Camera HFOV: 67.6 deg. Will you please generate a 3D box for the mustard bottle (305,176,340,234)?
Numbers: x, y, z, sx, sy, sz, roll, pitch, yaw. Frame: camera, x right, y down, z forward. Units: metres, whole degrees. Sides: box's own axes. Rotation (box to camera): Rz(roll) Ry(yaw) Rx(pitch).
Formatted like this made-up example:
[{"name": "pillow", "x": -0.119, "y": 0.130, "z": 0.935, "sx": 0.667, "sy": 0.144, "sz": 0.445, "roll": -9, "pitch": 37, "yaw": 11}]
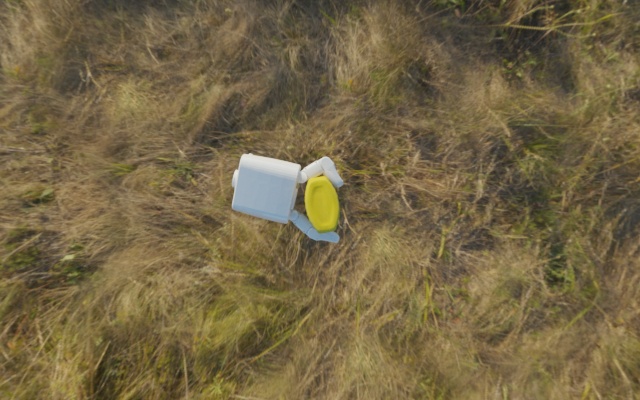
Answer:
[{"name": "mustard bottle", "x": 0.000, "y": 0.003, "z": 0.899, "sx": 0.058, "sy": 0.096, "sz": 0.191, "roll": -12, "pitch": 4, "yaw": -1}]
